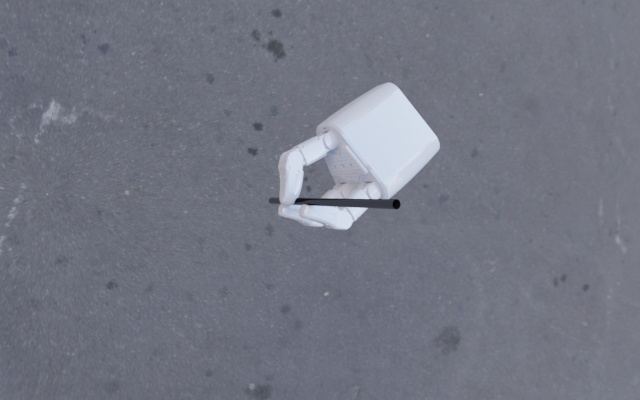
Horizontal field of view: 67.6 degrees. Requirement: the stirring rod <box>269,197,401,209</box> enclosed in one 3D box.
[{"bbox_3d":[0.000,0.001,0.479,0.011,0.011,0.239,0,1,-30],"label":"stirring rod"}]
